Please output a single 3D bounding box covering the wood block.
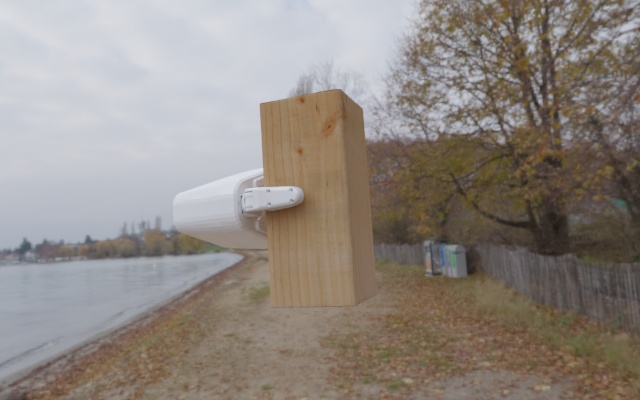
[{"bbox_3d":[0.000,0.002,0.501,0.090,0.206,0.091,-6,-4,20],"label":"wood block"}]
